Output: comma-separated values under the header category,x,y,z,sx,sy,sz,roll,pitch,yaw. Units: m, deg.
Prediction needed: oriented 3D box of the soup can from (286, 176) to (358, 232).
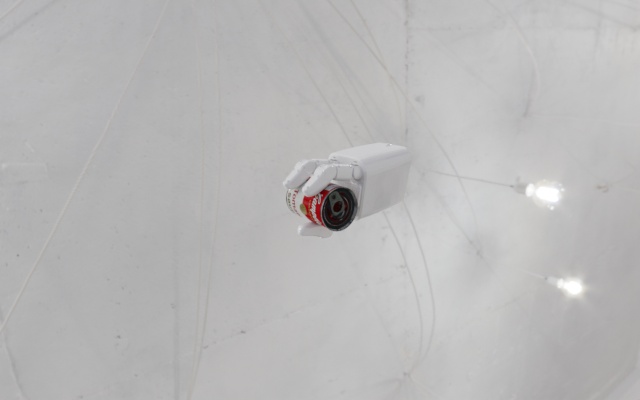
category,x,y,z,sx,sy,sz,roll,pitch,yaw
soup can,0.000,0.003,0.744,0.068,0.068,0.102,0,12,-36
